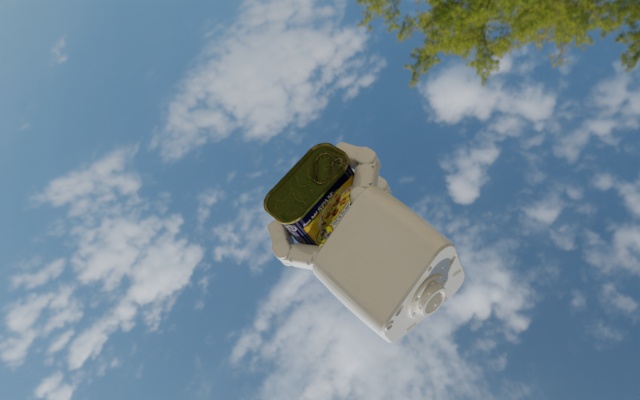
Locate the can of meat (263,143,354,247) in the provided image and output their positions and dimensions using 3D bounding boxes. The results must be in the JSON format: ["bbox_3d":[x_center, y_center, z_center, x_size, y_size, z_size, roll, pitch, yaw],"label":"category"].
[{"bbox_3d":[0.000,0.002,0.532,0.057,0.102,0.084,35,-12,40],"label":"can of meat"}]
